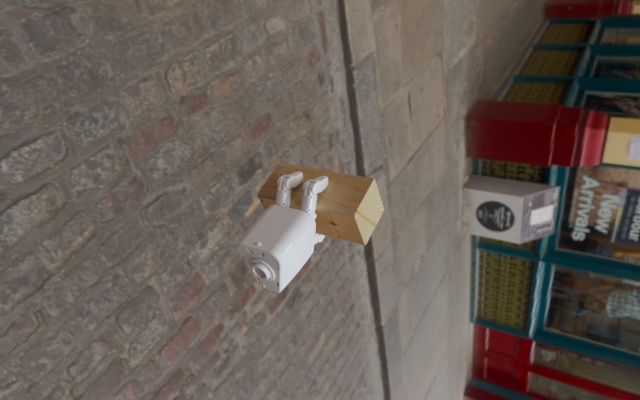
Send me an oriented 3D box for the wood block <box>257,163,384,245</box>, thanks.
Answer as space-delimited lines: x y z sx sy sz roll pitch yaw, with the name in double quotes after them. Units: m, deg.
0.000 0.003 0.891 0.206 0.090 0.091 12 -35 30 "wood block"
